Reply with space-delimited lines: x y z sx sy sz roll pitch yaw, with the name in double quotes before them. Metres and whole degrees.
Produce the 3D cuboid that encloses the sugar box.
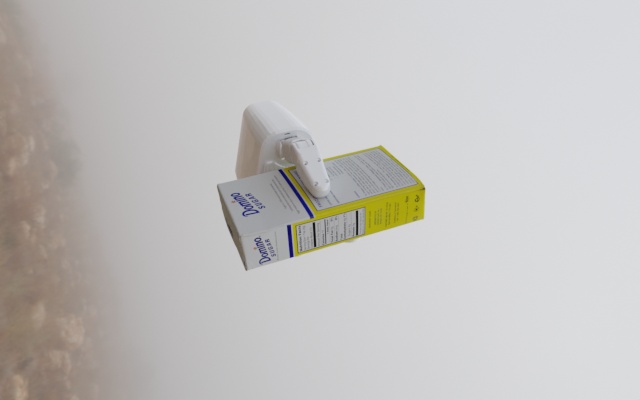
"sugar box" 0.000 0.002 0.451 0.176 0.048 0.093 -16 35 -15
